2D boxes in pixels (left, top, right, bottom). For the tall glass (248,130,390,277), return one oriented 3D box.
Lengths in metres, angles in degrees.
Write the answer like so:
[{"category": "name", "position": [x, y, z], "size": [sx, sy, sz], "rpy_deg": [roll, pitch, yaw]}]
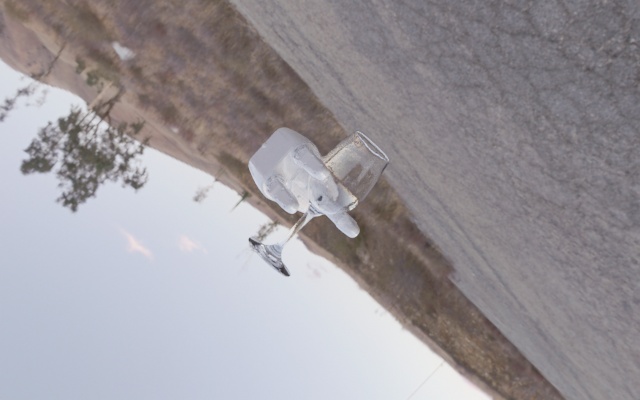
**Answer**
[{"category": "tall glass", "position": [0.000, 0.003, 0.625], "size": [0.079, 0.201, 0.079], "rpy_deg": [43, 2, -2]}]
